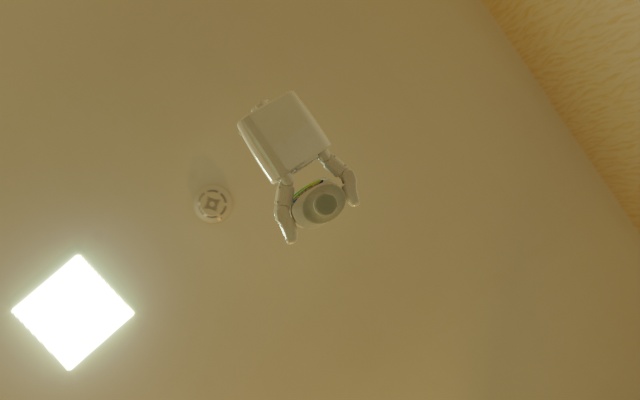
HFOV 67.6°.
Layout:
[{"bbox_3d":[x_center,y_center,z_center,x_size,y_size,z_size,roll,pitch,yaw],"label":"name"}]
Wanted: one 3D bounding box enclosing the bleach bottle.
[{"bbox_3d":[0.000,0.003,0.748,0.102,0.068,0.251,-33,3,-6],"label":"bleach bottle"}]
